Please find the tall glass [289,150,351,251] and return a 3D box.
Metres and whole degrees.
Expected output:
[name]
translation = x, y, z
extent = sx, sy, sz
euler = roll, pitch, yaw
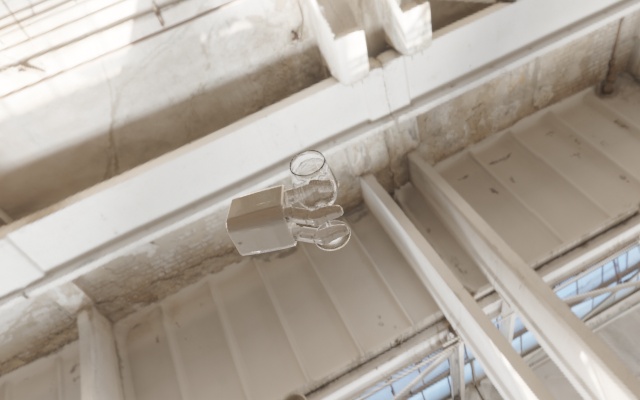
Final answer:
[tall glass]
translation = 0.000, 0.003, 0.865
extent = 0.079, 0.079, 0.201
euler = 0, -42, 17
